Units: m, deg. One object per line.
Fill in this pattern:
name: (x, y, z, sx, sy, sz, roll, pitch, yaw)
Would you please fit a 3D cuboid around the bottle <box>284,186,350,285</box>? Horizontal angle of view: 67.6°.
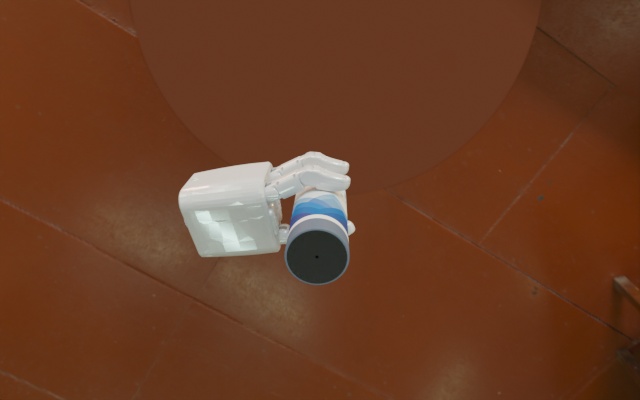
bottle: (0.000, 0.002, 0.620, 0.069, 0.069, 0.295, 0, 22, 2)
